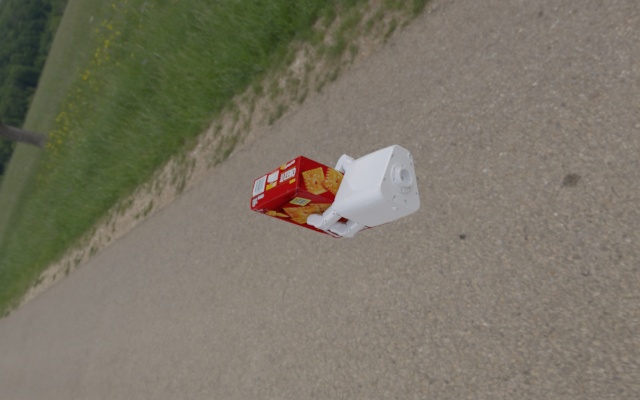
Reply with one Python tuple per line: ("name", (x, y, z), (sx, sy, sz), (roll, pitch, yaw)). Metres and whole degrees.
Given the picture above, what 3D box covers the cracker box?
("cracker box", (0.000, 0.003, 0.898), (0.214, 0.072, 0.164), (21, -26, -32))
